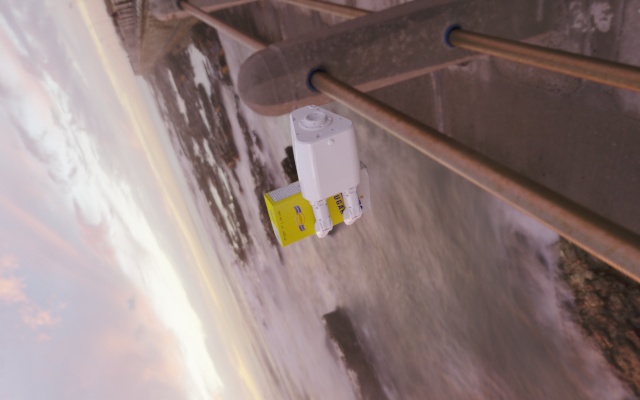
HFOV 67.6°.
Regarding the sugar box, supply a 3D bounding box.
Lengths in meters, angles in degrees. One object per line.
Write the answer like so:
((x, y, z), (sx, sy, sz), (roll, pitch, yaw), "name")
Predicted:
((0.000, 0.003, 0.808), (0.176, 0.093, 0.048), (-22, 38, -15), "sugar box")
